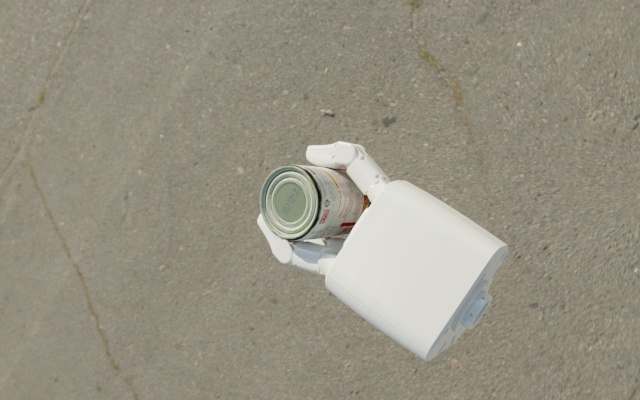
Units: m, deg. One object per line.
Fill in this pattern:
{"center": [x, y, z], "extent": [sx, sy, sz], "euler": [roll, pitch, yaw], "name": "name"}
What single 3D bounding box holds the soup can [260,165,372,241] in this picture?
{"center": [0.000, 0.001, 0.455], "extent": [0.068, 0.068, 0.102], "euler": [0, 1, 34], "name": "soup can"}
